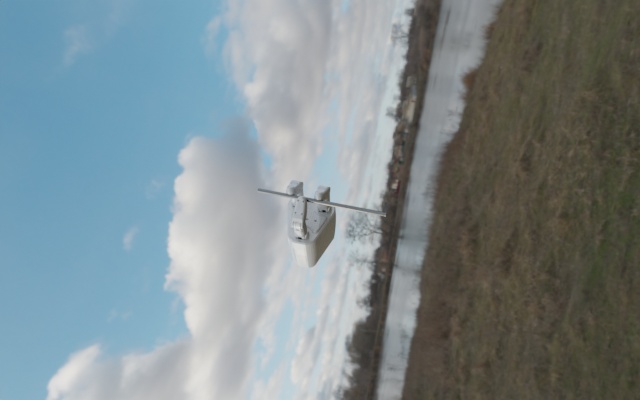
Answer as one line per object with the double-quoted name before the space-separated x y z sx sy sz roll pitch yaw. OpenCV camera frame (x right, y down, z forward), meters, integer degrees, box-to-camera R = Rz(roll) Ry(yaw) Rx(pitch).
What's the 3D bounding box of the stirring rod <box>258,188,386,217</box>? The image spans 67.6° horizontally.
"stirring rod" 0.000 0.003 0.869 0.239 0.011 0.011 11 2 10
